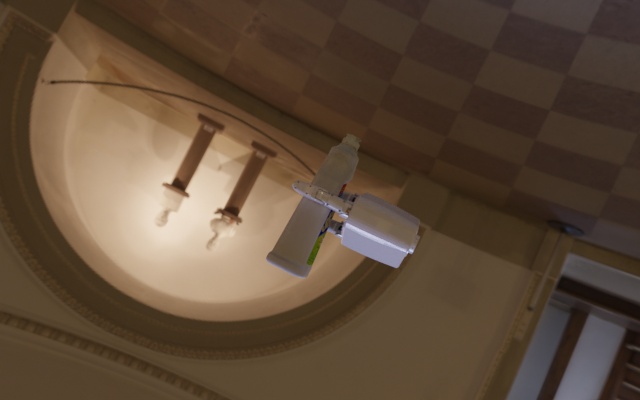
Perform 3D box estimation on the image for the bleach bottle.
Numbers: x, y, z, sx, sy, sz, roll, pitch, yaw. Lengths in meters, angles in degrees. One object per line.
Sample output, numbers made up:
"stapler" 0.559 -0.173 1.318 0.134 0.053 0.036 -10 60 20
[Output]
"bleach bottle" 0.000 0.003 0.794 0.068 0.251 0.102 25 -6 11
